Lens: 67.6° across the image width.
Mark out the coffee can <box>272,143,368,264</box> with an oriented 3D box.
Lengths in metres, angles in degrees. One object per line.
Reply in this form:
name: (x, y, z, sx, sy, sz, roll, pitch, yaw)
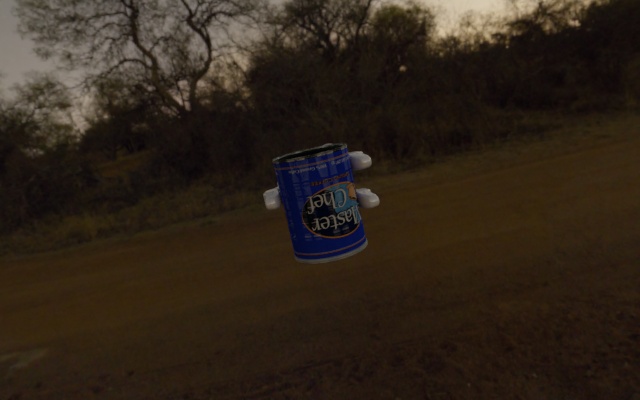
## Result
coffee can: (0.000, 0.002, 0.645, 0.103, 0.140, 0.103, -12, 11, 2)
